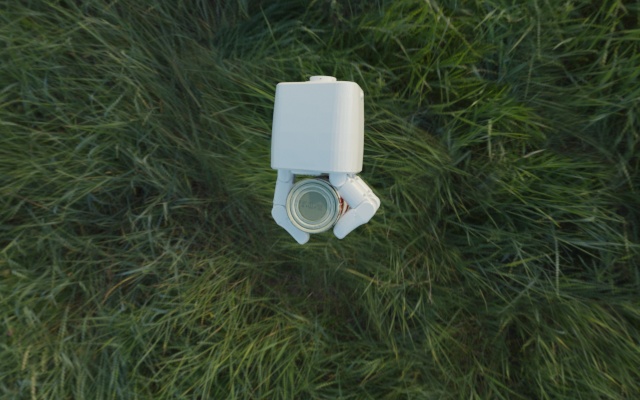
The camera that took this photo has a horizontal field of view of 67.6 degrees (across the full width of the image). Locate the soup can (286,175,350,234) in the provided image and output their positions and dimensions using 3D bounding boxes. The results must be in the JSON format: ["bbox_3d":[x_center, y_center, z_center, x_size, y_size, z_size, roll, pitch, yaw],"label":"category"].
[{"bbox_3d":[0.000,0.003,0.608,0.068,0.068,0.102,0,5,11],"label":"soup can"}]
